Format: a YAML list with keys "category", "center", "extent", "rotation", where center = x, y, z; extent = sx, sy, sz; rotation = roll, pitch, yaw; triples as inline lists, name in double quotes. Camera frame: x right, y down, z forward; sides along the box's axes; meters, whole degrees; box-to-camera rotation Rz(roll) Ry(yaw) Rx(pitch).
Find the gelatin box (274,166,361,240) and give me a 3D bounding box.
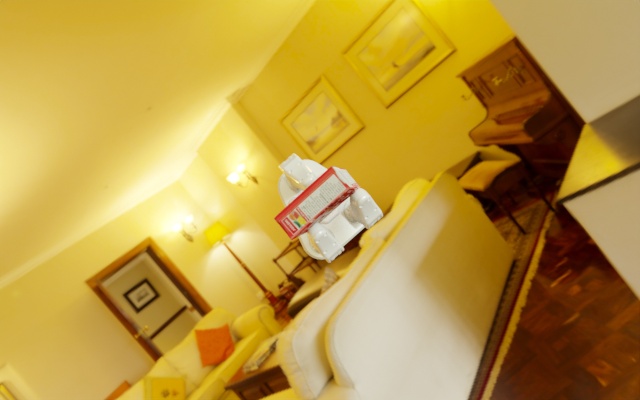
- category: "gelatin box"
  center: [0.000, 0.001, 0.470]
  extent: [0.073, 0.030, 0.089]
  rotation: [-41, -5, 9]
